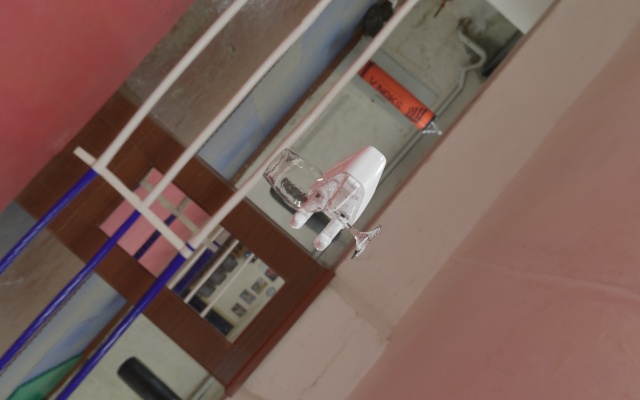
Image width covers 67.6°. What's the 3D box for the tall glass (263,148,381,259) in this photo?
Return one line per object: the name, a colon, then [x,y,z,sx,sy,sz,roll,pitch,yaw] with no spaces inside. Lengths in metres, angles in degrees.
tall glass: [0.001,0.003,0.780,0.201,0.079,0.079,41,1,1]
